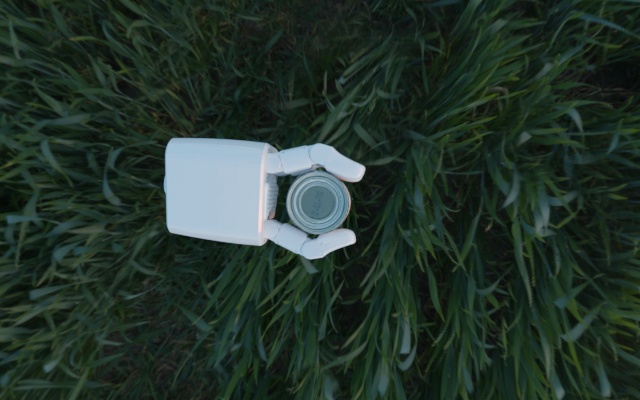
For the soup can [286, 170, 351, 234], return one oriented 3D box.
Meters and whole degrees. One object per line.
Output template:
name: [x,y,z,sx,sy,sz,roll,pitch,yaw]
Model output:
soup can: [0.001,0.002,0.538,0.068,0.068,0.102,0,0,4]
